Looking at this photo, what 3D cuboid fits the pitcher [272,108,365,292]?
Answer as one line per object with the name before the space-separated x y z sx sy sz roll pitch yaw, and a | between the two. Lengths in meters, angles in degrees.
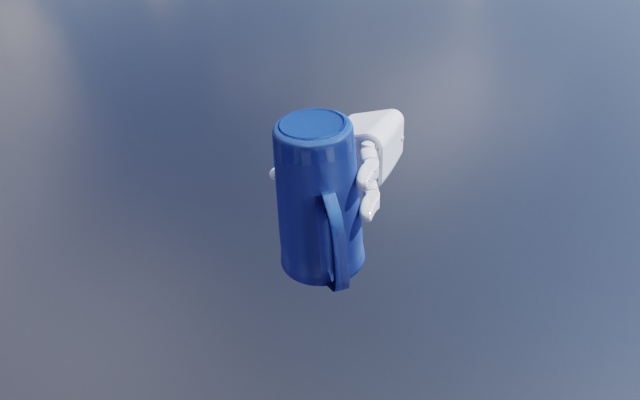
pitcher | 0.000 0.002 0.685 0.149 0.243 0.145 16 41 26
